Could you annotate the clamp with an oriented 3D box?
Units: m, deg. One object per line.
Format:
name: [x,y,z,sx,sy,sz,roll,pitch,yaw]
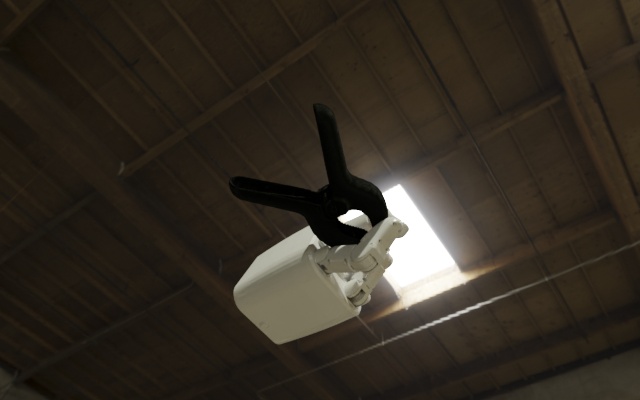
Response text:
clamp: [0.000,0.001,0.461,0.120,0.171,0.039,-28,29,21]
